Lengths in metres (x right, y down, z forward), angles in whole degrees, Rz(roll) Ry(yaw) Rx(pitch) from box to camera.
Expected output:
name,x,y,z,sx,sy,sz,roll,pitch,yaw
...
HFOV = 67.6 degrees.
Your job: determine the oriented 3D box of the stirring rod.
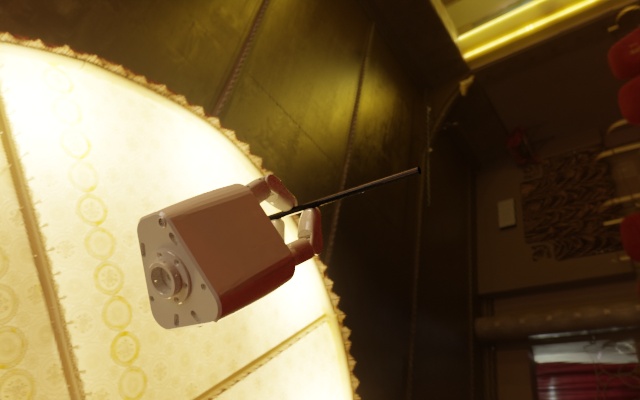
name,x,y,z,sx,sy,sz,roll,pitch,yaw
stirring rod,0.000,0.002,0.525,0.239,0.011,0.011,-18,-10,34
